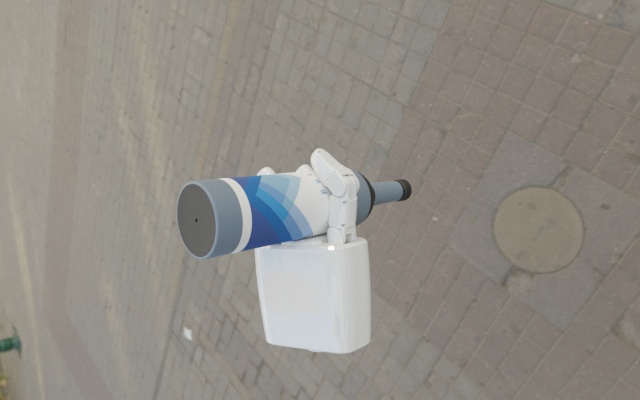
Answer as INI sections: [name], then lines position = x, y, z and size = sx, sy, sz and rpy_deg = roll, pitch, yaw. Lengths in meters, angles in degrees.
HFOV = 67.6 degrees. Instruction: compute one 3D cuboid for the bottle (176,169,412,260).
[bottle]
position = 0.000, 0.002, 0.501
size = 0.295, 0.069, 0.069
rpy_deg = -8, 6, -44
